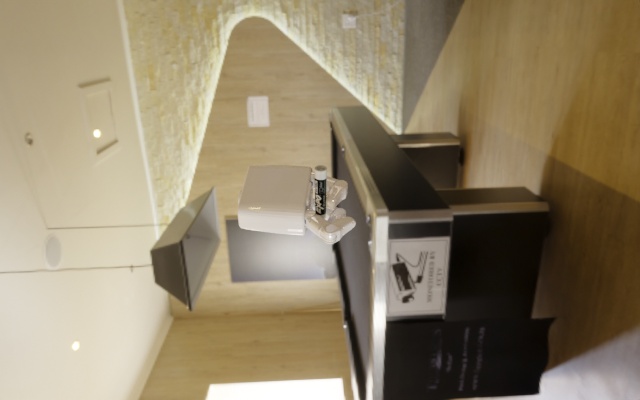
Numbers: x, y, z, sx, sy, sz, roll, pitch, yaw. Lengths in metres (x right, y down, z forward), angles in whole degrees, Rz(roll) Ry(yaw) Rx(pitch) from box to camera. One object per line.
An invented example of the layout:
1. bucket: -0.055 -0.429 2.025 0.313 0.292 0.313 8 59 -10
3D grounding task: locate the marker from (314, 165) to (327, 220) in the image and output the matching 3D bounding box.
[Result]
1. marker: 0.000 0.002 0.732 0.020 0.121 0.020 0 34 0
